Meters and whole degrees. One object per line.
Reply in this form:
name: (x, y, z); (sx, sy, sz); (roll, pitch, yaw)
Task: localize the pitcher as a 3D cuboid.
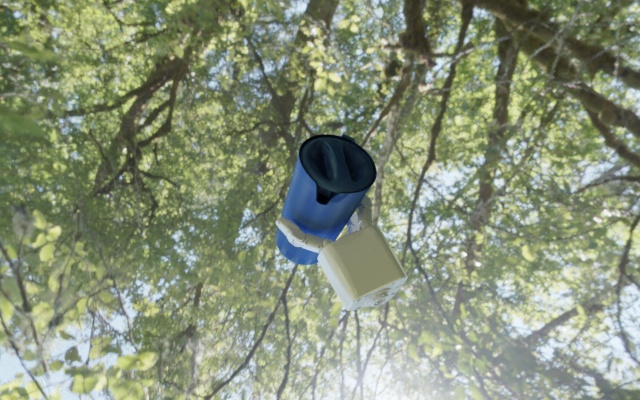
pitcher: (0.000, 0.003, 0.862); (0.149, 0.145, 0.243); (-14, -32, -31)
